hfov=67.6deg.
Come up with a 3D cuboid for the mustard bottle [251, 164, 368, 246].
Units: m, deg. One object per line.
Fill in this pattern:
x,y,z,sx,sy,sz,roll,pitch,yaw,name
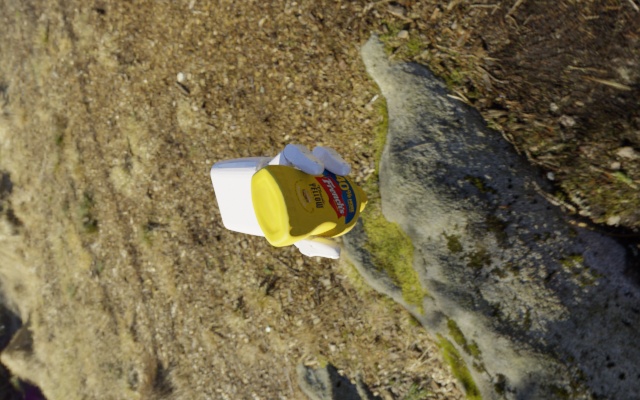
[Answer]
0.000,0.002,0.628,0.058,0.096,0.191,-30,-17,38,mustard bottle
